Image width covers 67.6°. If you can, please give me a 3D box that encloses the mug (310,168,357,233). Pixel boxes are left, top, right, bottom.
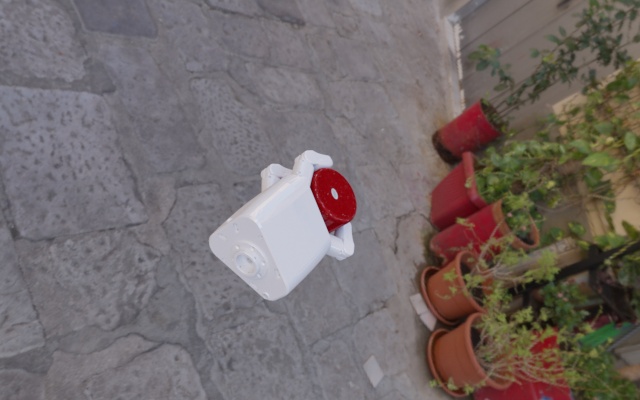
[{"bbox_3d":[0.001,0.001,0.661,0.081,0.093,0.117,-31,9,38],"label":"mug"}]
